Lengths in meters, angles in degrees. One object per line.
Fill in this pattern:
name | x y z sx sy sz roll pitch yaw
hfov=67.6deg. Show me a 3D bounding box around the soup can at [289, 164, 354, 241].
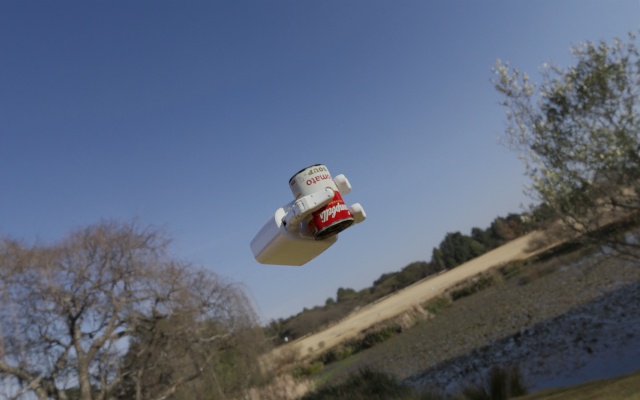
soup can | 0.000 0.002 0.751 0.068 0.102 0.068 -24 -17 -8
